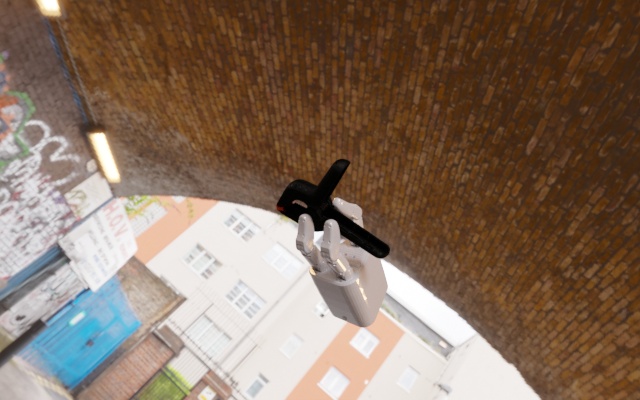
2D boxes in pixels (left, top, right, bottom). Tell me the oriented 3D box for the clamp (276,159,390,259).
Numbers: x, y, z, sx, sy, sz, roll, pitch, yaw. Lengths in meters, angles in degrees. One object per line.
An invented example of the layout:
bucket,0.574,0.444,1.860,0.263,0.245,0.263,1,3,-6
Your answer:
clamp,0.000,0.002,0.725,0.210,0.165,0.036,12,43,45
